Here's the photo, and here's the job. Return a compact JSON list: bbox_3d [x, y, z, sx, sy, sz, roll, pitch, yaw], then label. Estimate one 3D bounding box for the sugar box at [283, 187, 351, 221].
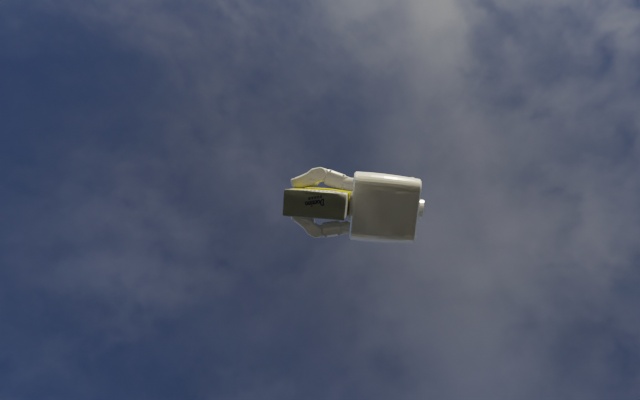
[{"bbox_3d":[0.000,0.002,0.771,0.093,0.048,0.176,4,0,5],"label":"sugar box"}]
